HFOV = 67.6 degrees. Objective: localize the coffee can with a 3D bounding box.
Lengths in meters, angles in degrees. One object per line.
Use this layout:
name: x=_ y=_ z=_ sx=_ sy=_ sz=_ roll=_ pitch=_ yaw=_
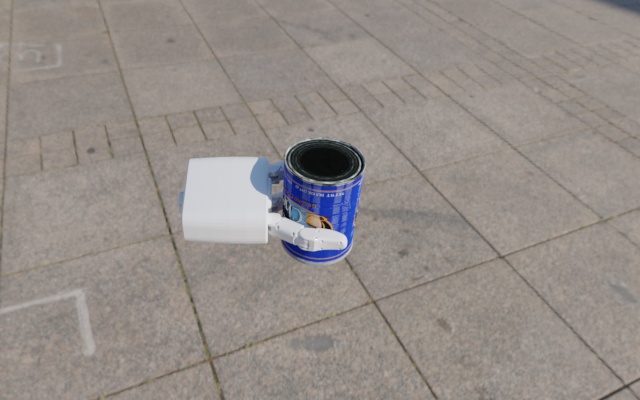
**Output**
coffee can: x=0.000 y=0.002 z=0.634 sx=0.103 sy=0.140 sz=0.102 roll=4 pitch=40 yaw=-3
